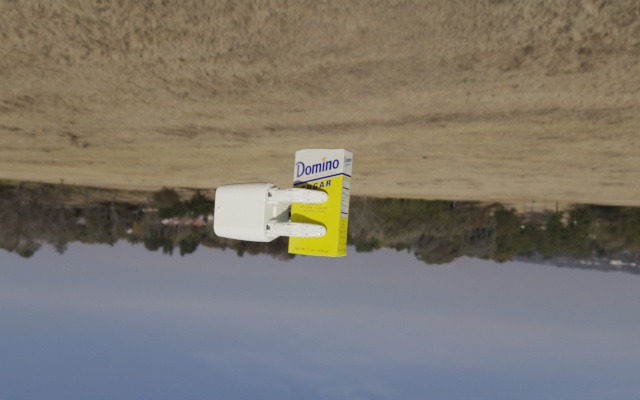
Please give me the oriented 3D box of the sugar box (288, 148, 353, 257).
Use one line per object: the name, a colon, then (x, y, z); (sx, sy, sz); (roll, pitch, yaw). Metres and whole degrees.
sugar box: (0.000, 0.003, 0.797); (0.093, 0.176, 0.048); (1, -2, 26)
